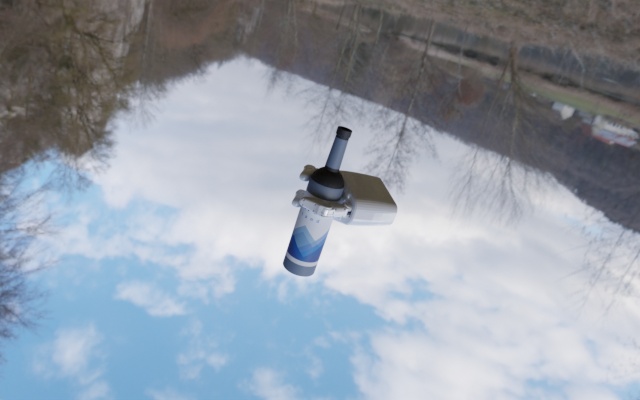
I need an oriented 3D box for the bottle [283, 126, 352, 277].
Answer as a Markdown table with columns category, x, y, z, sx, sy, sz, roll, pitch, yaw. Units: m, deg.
| category | x | y | z | sx | sy | sz | roll | pitch | yaw |
| --- | --- | --- | --- | --- | --- | --- | --- | --- | --- |
| bottle | 0.000 | 0.003 | 0.898 | 0.069 | 0.296 | 0.069 | 16 | 21 | -6 |
